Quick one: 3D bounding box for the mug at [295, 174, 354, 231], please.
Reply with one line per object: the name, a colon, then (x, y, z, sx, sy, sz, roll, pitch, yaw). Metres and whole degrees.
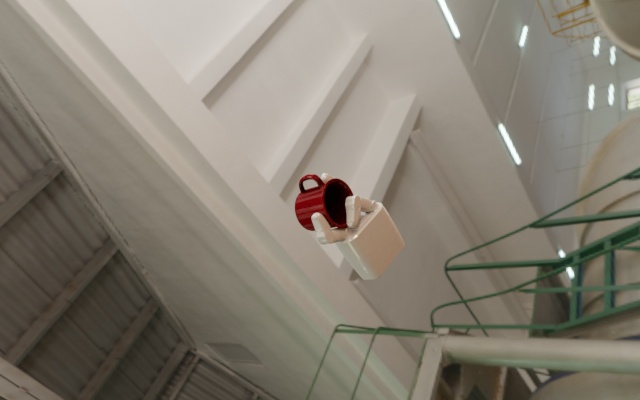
mug: (-0.001, 0.002, 0.887, 0.081, 0.117, 0.093, -14, 29, 41)
